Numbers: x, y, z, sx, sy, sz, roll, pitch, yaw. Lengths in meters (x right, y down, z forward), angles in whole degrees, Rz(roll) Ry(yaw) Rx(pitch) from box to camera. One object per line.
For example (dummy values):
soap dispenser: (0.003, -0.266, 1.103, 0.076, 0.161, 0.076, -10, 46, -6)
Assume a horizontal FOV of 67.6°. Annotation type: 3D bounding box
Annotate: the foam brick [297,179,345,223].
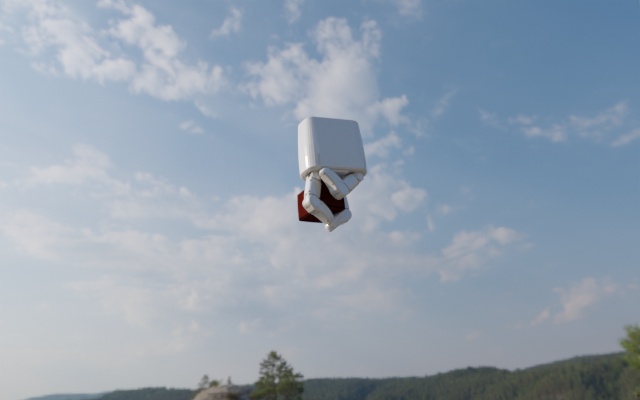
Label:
foam brick: (0.000, 0.003, 0.856, 0.053, 0.051, 0.078, 8, -27, -33)
